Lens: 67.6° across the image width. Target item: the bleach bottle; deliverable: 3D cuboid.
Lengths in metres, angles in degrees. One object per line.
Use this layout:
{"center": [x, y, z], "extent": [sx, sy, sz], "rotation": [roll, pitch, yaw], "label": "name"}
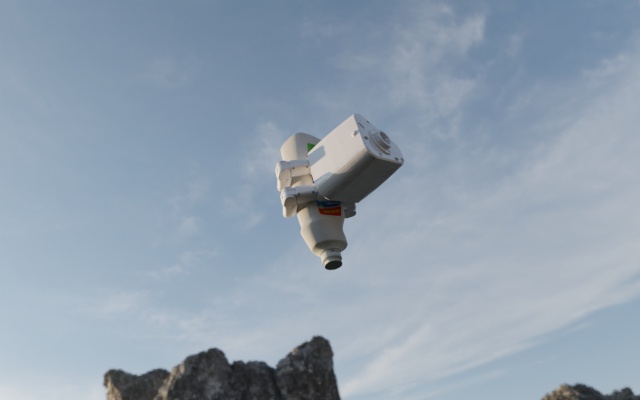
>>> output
{"center": [0.000, 0.003, 0.793], "extent": [0.102, 0.250, 0.068], "rotation": [22, -50, -39], "label": "bleach bottle"}
